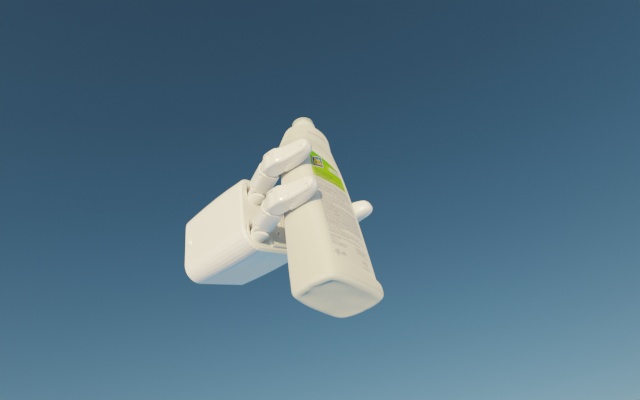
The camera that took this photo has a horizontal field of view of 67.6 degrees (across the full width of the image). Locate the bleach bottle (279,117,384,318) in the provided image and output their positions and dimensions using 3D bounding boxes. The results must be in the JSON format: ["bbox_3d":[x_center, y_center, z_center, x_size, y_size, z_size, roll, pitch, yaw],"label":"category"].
[{"bbox_3d":[0.000,0.002,0.556,0.068,0.250,0.103,-32,-43,25],"label":"bleach bottle"}]
